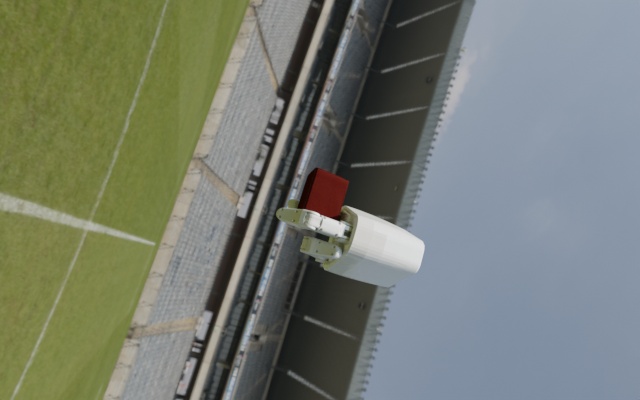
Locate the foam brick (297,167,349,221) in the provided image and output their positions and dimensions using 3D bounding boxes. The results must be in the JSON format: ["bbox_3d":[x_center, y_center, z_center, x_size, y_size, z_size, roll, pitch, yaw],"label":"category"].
[{"bbox_3d":[0.000,0.002,0.670,0.051,0.078,0.053,19,-12,-11],"label":"foam brick"}]
